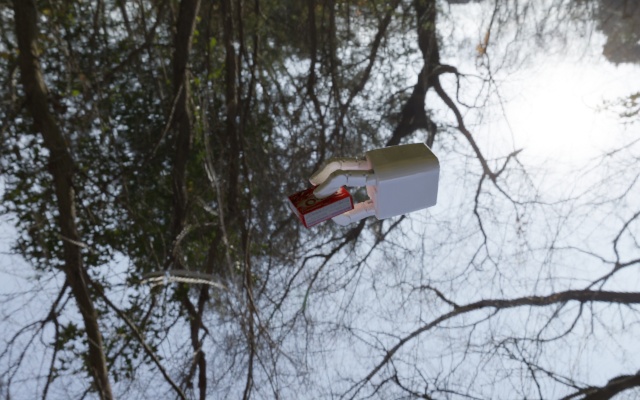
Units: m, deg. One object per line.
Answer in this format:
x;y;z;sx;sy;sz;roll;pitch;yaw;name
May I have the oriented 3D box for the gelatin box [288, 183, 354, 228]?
0.000;0.003;0.782;0.089;0.030;0.073;-22;31;-12;gelatin box
